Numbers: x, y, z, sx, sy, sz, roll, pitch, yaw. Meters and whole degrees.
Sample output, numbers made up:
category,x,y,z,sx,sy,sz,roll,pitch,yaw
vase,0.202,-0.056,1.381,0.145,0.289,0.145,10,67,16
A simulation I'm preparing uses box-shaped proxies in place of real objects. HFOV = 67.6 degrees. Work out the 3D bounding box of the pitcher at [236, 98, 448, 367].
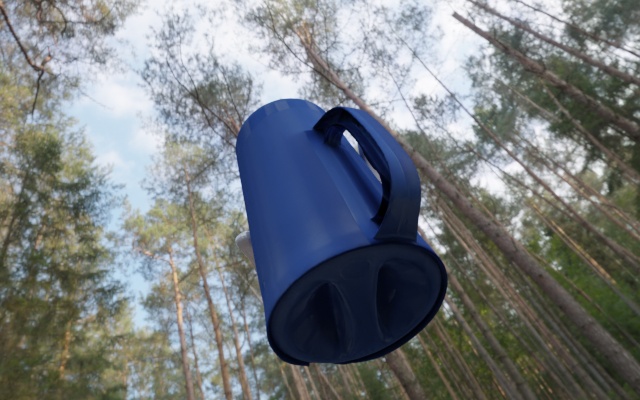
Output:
category,x,y,z,sx,sy,sz,roll,pitch,yaw
pitcher,0.000,0.001,0.412,0.149,0.242,0.145,-31,-48,6
